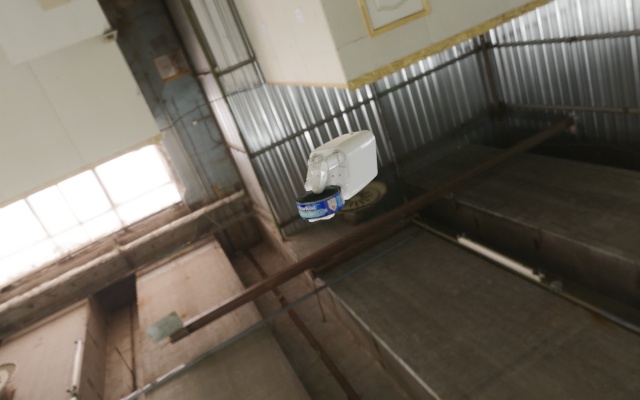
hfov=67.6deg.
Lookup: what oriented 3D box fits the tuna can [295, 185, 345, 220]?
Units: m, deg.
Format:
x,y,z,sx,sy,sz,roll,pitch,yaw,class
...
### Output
x,y,z,sx,sy,sz,roll,pitch,yaw,class
0.000,0.003,0.862,0.086,0.034,0.086,-15,16,5,tuna can
